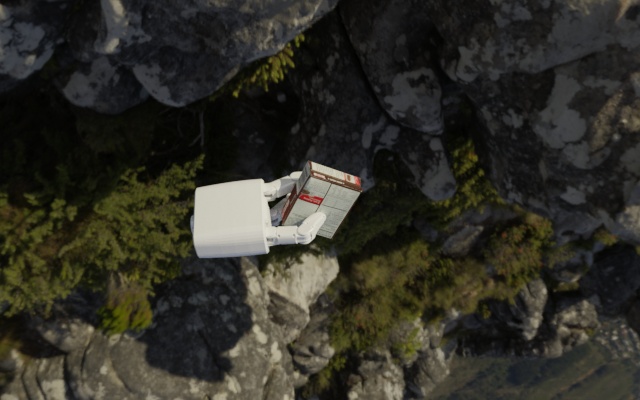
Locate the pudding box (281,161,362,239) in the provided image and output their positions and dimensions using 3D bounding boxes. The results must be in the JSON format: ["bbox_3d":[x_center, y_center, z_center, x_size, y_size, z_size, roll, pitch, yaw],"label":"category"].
[{"bbox_3d":[0.000,0.003,0.745,0.090,0.113,0.039,17,38,-19],"label":"pudding box"}]
